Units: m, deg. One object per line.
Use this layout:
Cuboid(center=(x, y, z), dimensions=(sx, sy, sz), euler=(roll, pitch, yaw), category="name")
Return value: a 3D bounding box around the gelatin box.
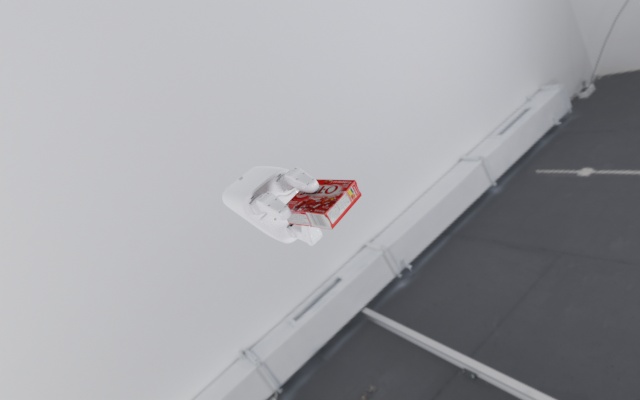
Cuboid(center=(0.001, 0.003, 0.654), dimensions=(0.089, 0.030, 0.073), euler=(5, 41, 45), category="gelatin box")
